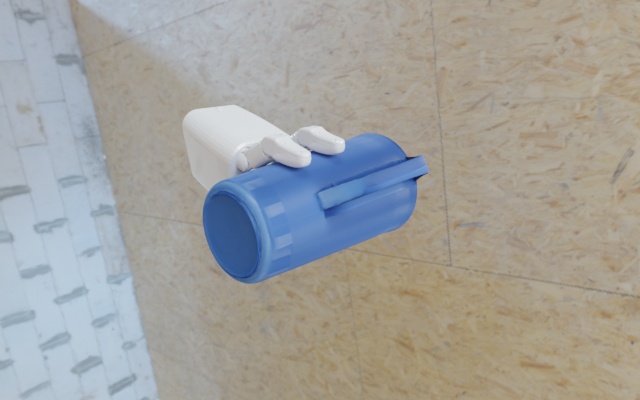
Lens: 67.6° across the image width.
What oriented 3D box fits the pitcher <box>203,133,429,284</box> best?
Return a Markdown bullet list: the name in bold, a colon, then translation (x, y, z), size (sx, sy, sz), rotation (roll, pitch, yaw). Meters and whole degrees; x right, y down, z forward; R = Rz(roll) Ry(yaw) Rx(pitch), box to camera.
- **pitcher**: translation (0.000, 0.002, 0.542), size (0.145, 0.149, 0.243), rotation (36, 37, 30)
